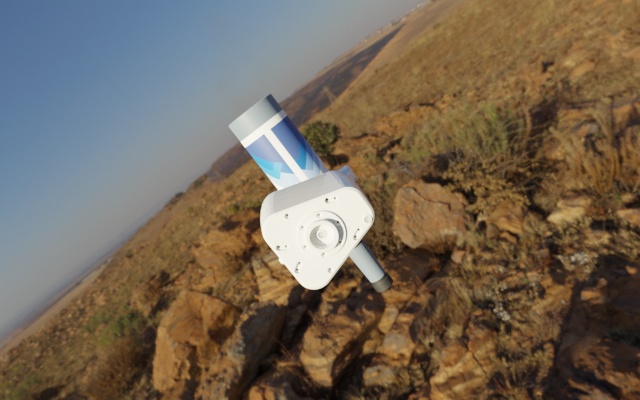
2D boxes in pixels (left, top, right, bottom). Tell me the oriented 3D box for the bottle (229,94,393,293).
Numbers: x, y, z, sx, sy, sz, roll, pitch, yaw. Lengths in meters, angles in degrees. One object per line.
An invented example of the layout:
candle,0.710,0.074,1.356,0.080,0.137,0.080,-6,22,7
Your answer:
bottle,0.000,0.002,0.620,0.069,0.296,0.069,-36,12,9
